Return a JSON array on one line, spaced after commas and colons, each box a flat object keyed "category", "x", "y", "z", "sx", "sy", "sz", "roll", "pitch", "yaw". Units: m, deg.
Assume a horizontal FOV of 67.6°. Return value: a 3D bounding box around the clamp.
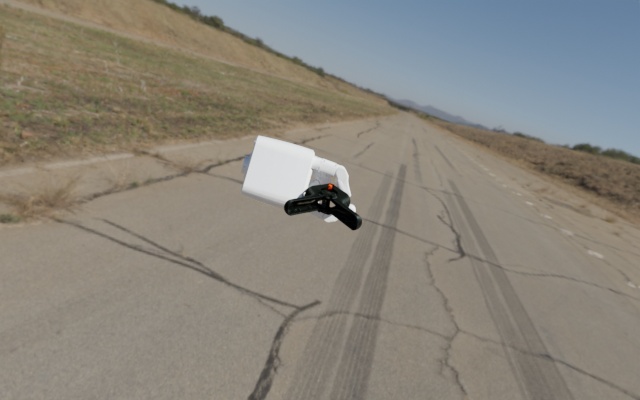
[{"category": "clamp", "x": 0.000, "y": 0.002, "z": 0.790, "sx": 0.120, "sy": 0.039, "sz": 0.171, "roll": 16, "pitch": 13, "yaw": -8}]
